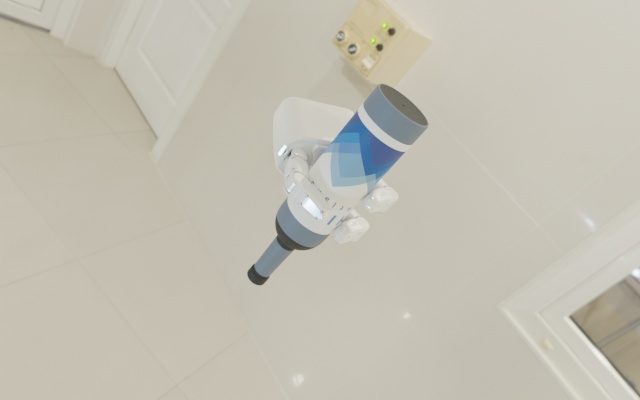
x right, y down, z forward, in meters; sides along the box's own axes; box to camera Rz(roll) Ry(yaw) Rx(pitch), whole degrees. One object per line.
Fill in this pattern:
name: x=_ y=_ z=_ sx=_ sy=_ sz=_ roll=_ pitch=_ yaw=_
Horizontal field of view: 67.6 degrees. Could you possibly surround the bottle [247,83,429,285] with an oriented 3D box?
bottle: x=0.000 y=0.002 z=0.551 sx=0.069 sy=0.069 sz=0.296 roll=0 pitch=-42 yaw=-50
